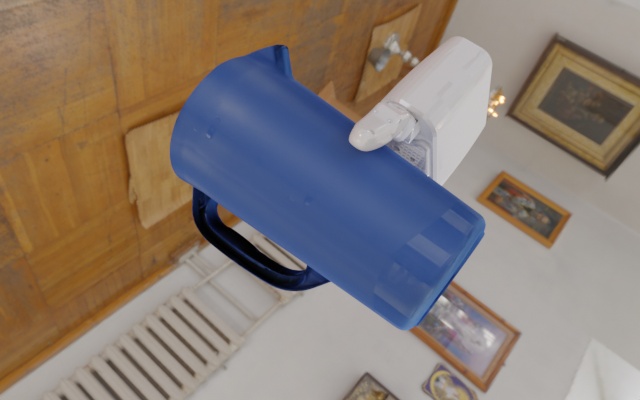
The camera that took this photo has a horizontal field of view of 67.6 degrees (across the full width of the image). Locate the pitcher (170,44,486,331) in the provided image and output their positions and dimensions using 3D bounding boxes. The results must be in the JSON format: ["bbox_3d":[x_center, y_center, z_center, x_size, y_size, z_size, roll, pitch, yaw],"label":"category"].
[{"bbox_3d":[0.000,0.001,0.402,0.243,0.145,0.149,36,-26,16],"label":"pitcher"}]
